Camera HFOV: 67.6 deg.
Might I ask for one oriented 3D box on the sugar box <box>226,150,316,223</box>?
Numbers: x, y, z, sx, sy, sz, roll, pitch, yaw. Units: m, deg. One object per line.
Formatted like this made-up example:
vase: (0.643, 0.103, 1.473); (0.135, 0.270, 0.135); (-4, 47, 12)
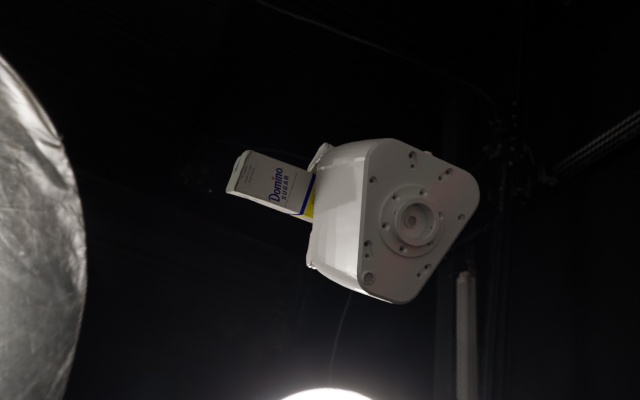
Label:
sugar box: (0.000, 0.001, 0.469); (0.176, 0.048, 0.093); (22, -5, -15)
